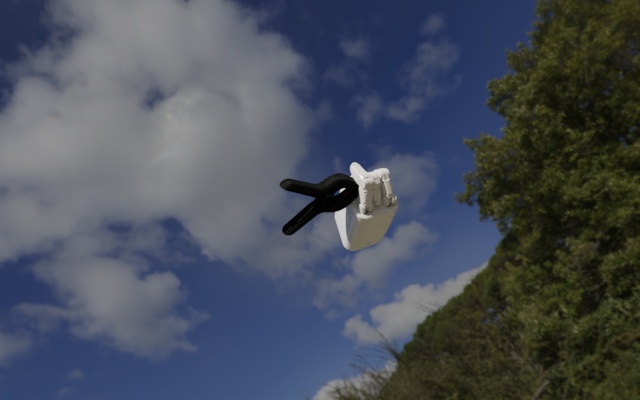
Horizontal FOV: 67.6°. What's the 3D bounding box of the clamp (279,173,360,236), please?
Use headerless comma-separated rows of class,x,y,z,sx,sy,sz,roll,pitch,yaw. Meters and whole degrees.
clamp,0.000,0.002,0.867,0.171,0.120,0.039,-9,45,-25
